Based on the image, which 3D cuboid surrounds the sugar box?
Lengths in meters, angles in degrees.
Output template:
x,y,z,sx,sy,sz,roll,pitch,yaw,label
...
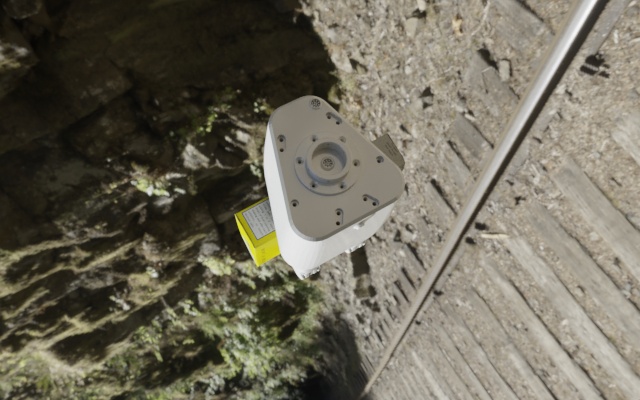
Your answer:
x,y,z,sx,sy,sz,roll,pitch,yaw,label
0.000,0.002,0.503,0.176,0.048,0.093,-27,-14,-13,sugar box
